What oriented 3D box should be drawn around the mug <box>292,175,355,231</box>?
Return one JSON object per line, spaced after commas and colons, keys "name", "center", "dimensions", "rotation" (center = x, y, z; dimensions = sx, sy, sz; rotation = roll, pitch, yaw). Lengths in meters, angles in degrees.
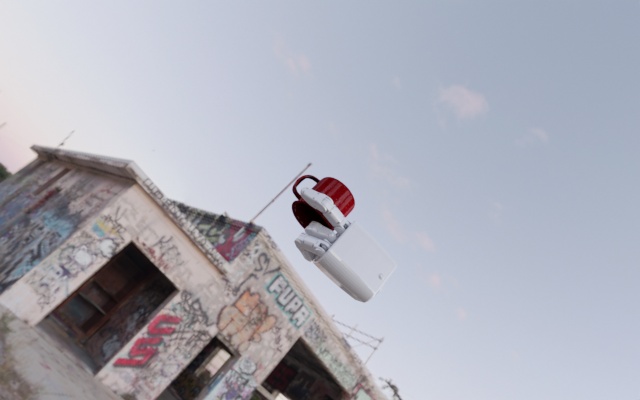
{"name": "mug", "center": [-0.001, 0.002, 0.863], "dimensions": [0.081, 0.117, 0.093], "rotation": [-45, 2, -28]}
